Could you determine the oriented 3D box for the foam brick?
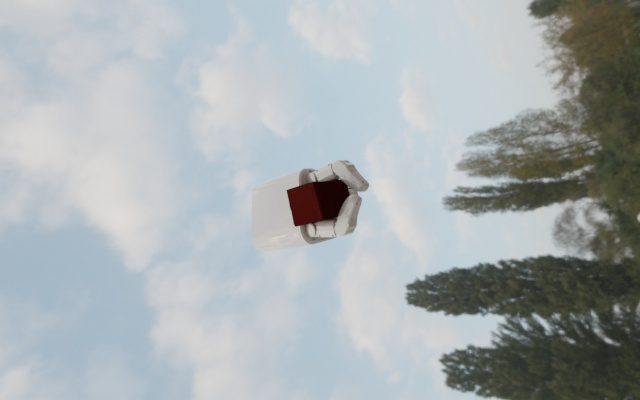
[{"bbox_3d":[0.000,0.002,0.655,0.051,0.053,0.078,-14,-3,36],"label":"foam brick"}]
